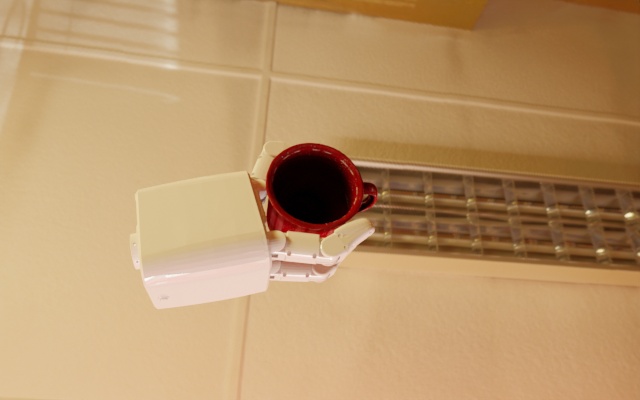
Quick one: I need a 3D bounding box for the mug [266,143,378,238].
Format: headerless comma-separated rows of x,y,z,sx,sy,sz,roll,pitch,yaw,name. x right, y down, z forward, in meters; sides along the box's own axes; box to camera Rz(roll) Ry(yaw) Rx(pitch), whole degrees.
0.001,0.001,0.483,0.117,0.093,0.081,-7,-26,-15,mug
